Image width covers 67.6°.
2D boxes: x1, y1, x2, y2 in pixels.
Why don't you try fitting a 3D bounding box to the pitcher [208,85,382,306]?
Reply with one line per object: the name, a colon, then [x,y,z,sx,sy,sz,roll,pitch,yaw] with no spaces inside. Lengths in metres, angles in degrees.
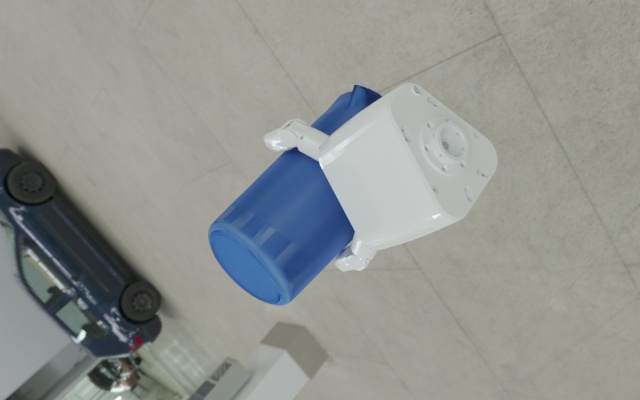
pitcher: [0.000,0.002,0.528,0.242,0.149,0.145,-46,10,-31]
